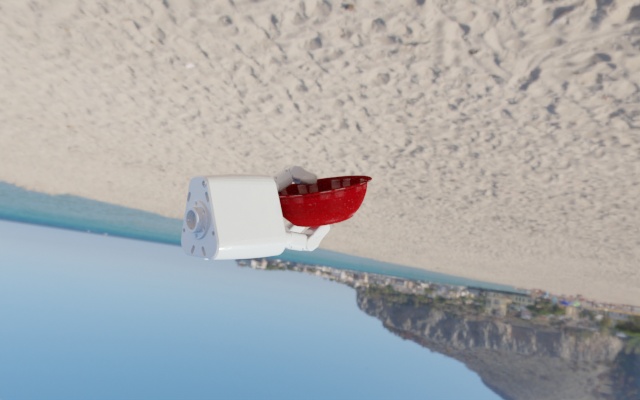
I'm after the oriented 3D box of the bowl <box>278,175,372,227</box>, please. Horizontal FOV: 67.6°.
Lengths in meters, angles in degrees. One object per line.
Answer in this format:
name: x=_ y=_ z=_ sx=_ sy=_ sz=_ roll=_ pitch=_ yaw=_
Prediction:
bowl: x=0.001 y=0.002 z=0.716 sx=0.162 sy=0.055 sz=0.162 roll=-9 pitch=9 yaw=1
